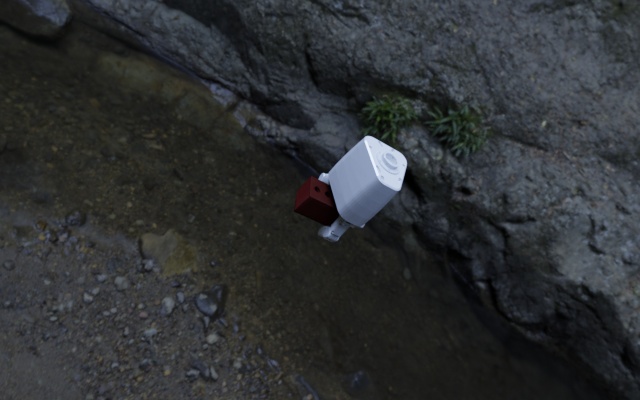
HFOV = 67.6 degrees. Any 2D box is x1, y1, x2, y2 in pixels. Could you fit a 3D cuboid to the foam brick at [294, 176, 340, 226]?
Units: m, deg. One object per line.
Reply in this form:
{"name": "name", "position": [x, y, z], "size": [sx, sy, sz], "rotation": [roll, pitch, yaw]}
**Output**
{"name": "foam brick", "position": [0.000, 0.003, 0.852], "size": [0.078, 0.053, 0.051], "rotation": [25, -47, -22]}
